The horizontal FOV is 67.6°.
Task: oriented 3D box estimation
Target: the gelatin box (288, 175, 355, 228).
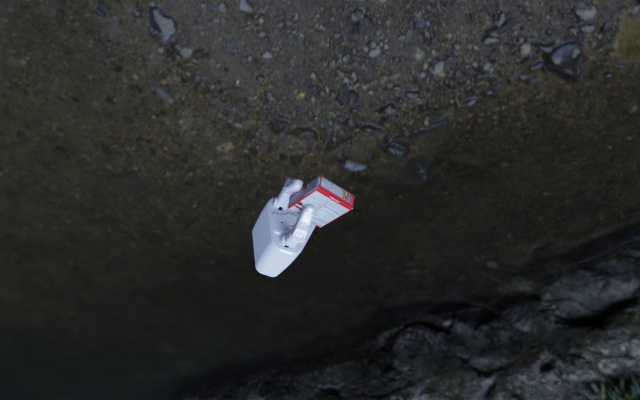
[{"bbox_3d":[0.000,0.003,0.783,0.073,0.030,0.089,30,-39,-25],"label":"gelatin box"}]
